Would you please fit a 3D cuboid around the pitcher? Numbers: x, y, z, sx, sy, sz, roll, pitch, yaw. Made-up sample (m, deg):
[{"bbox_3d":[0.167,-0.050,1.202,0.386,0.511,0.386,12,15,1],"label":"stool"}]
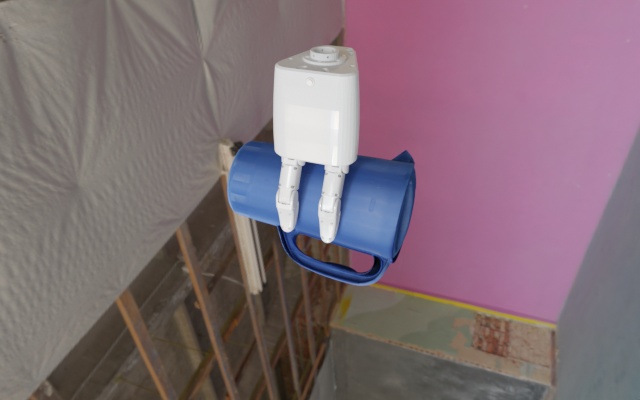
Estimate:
[{"bbox_3d":[0.000,0.002,0.643,0.243,0.145,0.149,13,34,16],"label":"pitcher"}]
